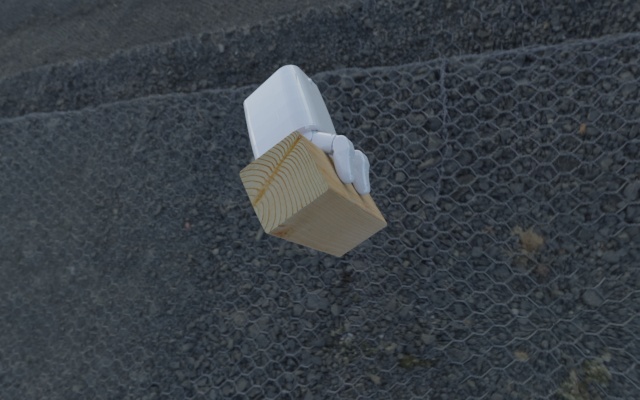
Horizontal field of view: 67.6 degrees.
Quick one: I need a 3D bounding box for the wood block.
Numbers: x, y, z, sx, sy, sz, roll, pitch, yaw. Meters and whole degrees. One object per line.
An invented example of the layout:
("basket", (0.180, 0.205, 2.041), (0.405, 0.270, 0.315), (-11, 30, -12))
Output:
("wood block", (0.000, 0.002, 0.623), (0.091, 0.090, 0.206), (-35, -26, 14))
